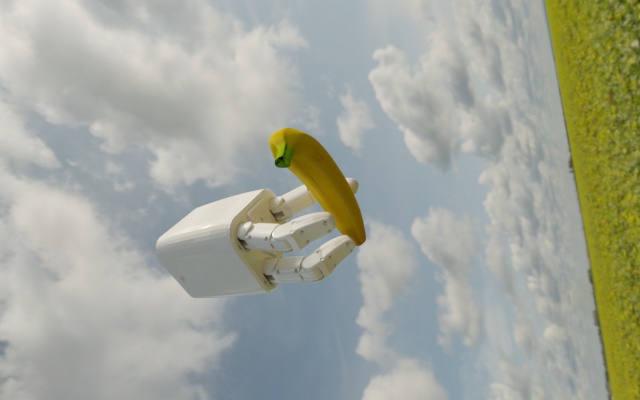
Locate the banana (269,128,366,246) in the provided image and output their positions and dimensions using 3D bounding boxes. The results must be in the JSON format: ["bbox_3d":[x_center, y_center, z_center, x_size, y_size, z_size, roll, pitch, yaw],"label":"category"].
[{"bbox_3d":[-0.002,-0.017,0.462,0.037,0.069,0.198,-14,-29,21],"label":"banana"}]
